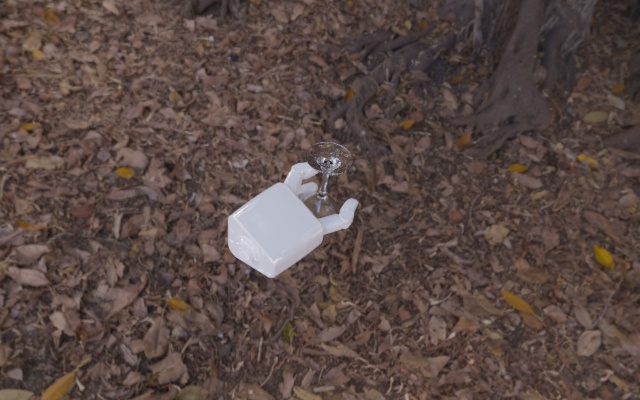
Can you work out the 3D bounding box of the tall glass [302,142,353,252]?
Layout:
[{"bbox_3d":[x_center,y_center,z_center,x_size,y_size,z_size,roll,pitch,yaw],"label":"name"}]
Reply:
[{"bbox_3d":[0.000,0.002,0.805,0.079,0.079,0.201,0,-43,-10],"label":"tall glass"}]
